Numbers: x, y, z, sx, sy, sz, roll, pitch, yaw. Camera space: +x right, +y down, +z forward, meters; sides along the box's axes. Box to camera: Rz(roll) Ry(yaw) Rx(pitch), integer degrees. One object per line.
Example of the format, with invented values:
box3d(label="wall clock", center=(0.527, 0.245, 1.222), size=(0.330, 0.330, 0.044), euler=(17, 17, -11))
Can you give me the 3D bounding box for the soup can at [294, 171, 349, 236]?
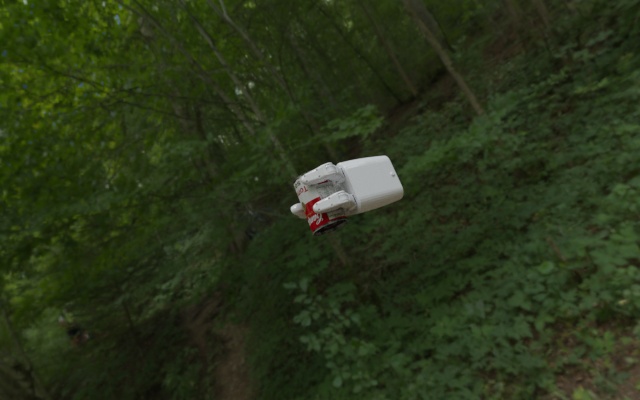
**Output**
box3d(label="soup can", center=(0.000, 0.003, 0.849), size=(0.068, 0.102, 0.068), euler=(-21, -15, -6))
